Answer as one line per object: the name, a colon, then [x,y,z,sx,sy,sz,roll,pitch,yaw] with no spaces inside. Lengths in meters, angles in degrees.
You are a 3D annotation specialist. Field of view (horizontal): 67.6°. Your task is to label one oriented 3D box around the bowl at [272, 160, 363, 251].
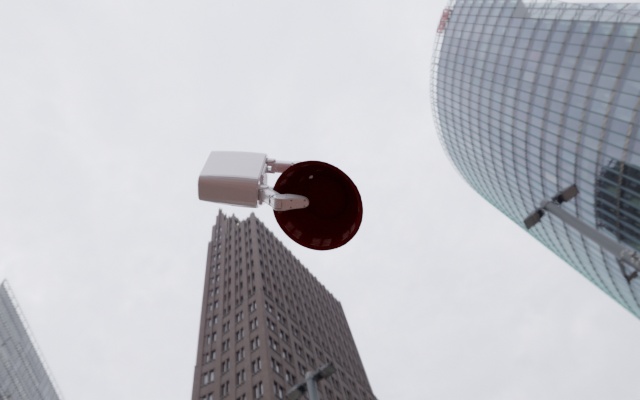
bowl: [0.001,0.003,0.822,0.162,0.162,0.055,0,19,18]
